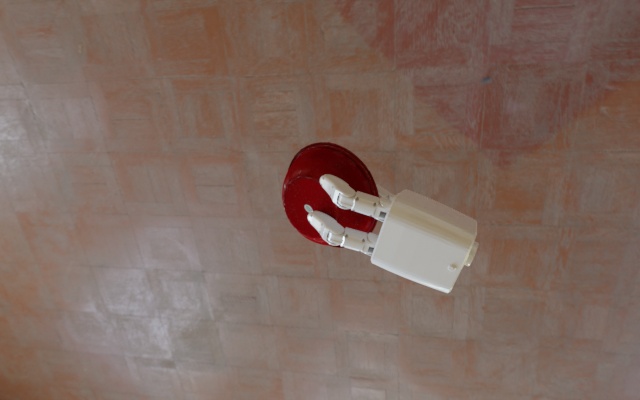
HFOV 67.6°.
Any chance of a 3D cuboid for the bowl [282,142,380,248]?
[{"bbox_3d":[-0.001,0.002,0.674,0.162,0.162,0.055,0,19,37],"label":"bowl"}]
